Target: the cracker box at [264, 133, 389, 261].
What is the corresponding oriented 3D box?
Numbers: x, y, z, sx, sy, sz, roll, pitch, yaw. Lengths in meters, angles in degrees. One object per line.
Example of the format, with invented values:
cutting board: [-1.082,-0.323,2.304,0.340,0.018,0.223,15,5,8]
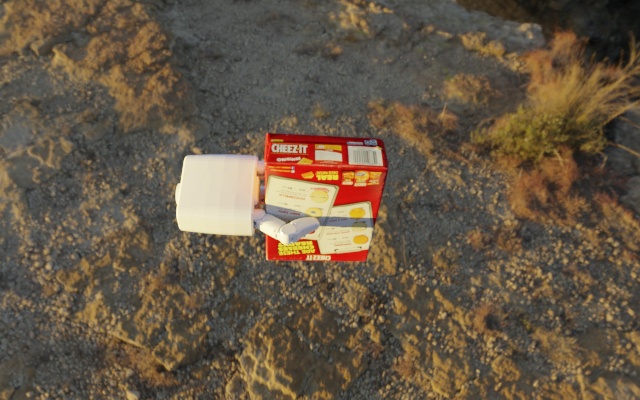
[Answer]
cracker box: [0.000,0.002,0.710,0.164,0.072,0.214,2,-42,-4]
